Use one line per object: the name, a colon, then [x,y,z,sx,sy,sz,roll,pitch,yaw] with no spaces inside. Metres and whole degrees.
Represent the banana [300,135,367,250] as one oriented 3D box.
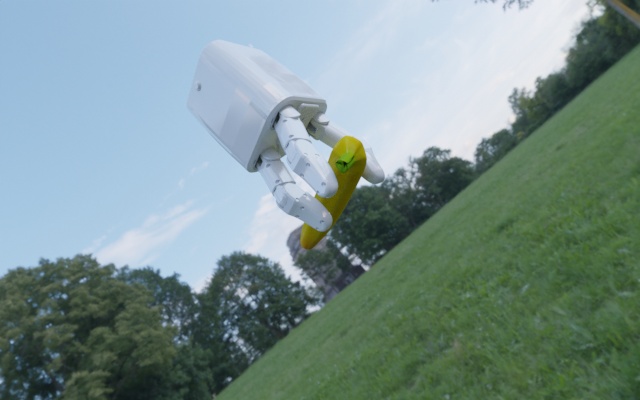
banana: [0.012,-0.012,0.505,0.037,0.069,0.198,38,-28,11]
